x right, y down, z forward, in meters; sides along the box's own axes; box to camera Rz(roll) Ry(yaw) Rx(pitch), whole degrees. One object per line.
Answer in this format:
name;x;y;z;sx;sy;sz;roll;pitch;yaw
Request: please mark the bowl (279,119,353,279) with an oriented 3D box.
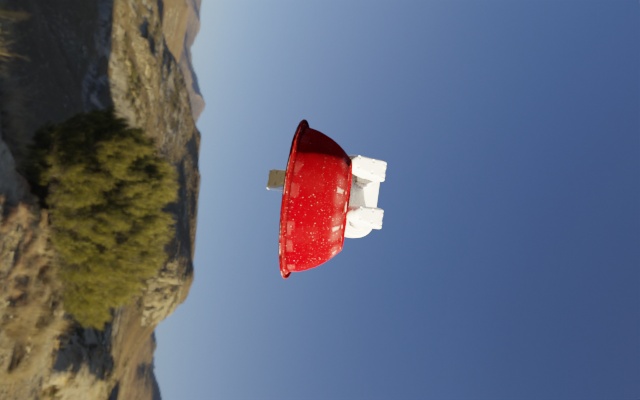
bowl;0.000;0.002;0.483;0.055;0.162;0.162;7;1;6
